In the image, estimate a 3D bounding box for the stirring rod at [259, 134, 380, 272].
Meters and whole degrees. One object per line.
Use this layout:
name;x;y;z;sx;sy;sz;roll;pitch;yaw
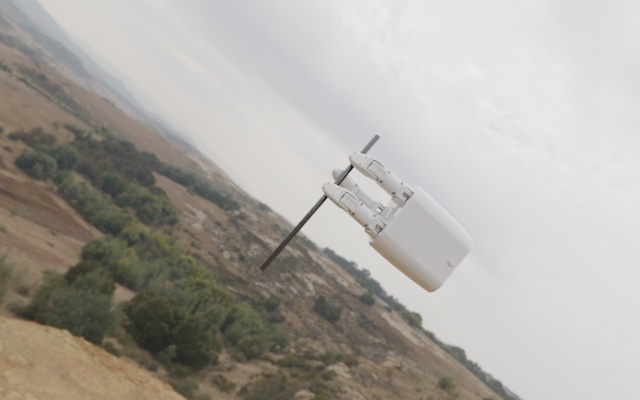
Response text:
stirring rod;0.000;0.002;0.643;0.011;0.239;0.011;41;-5;4
